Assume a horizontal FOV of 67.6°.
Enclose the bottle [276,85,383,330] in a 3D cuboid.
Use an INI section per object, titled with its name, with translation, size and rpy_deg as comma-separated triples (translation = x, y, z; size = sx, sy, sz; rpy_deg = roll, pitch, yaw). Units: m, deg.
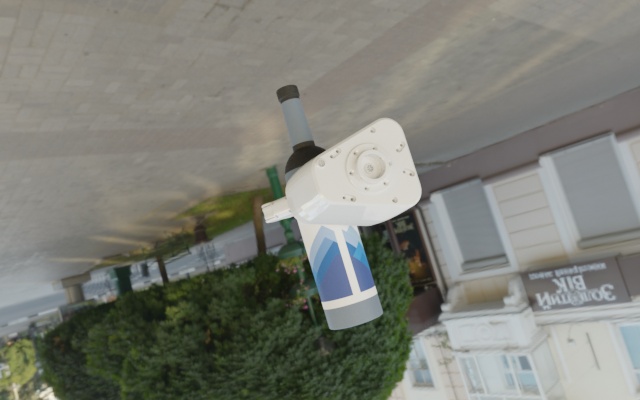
[bottle]
translation = 0.000, 0.002, 0.579
size = 0.069, 0.295, 0.069
rpy_deg = -17, -5, -2
